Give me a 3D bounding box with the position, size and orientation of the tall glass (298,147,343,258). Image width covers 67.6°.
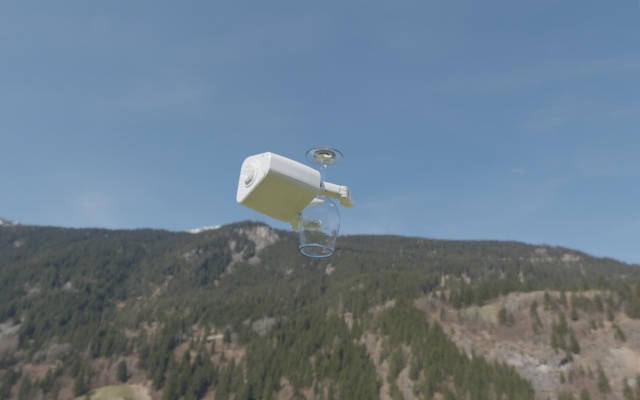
[{"bbox_3d":[0.000,0.002,0.896,0.079,0.201,0.079,4,-26,2],"label":"tall glass"}]
